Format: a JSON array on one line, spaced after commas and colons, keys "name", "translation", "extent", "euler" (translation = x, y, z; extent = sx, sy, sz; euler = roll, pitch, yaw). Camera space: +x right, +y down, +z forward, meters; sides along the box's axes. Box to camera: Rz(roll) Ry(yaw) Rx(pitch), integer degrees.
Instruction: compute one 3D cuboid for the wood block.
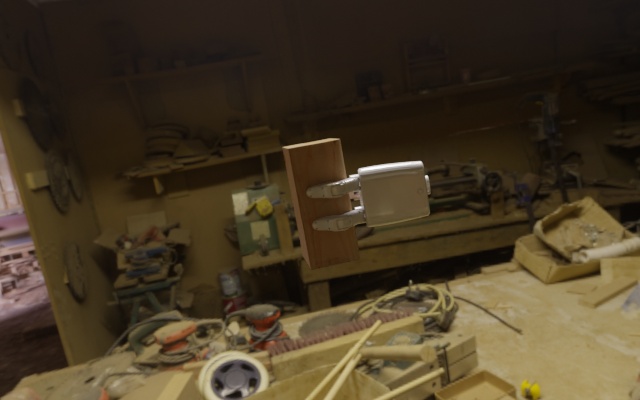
[{"name": "wood block", "translation": [0.000, 0.002, 0.828], "extent": [0.090, 0.206, 0.091], "euler": [-11, 10, -8]}]
